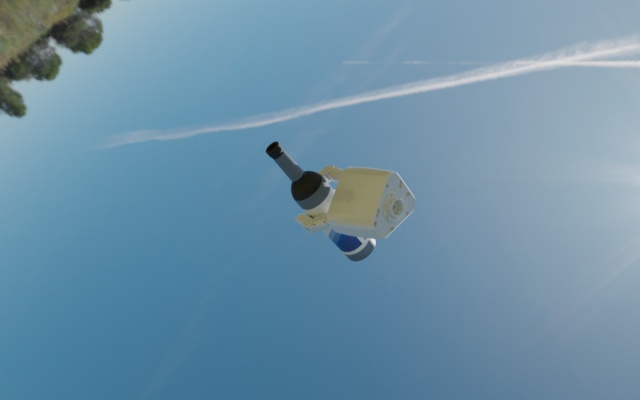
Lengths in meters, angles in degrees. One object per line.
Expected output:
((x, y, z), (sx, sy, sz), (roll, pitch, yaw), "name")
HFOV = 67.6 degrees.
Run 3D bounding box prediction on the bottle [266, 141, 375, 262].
((0.000, 0.003, 0.880), (0.069, 0.069, 0.296), (0, -39, 45), "bottle")
